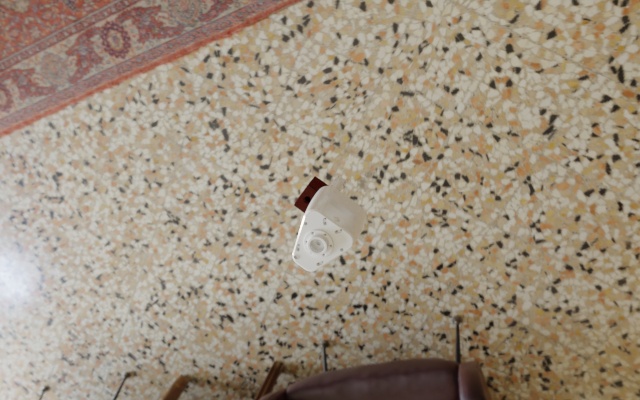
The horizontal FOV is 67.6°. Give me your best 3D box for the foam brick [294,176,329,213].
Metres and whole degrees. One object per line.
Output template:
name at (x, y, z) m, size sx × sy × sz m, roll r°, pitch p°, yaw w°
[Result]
foam brick at (0.000, 0.003, 0.880) m, size 0.078 × 0.053 × 0.051 m, roll 36°, pitch 26°, yaw -1°
